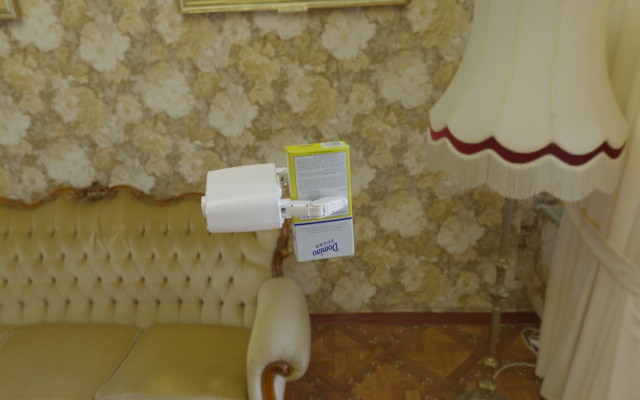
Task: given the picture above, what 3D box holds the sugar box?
[{"bbox_3d":[0.000,0.002,0.734,0.093,0.176,0.048,-6,22,-8],"label":"sugar box"}]
